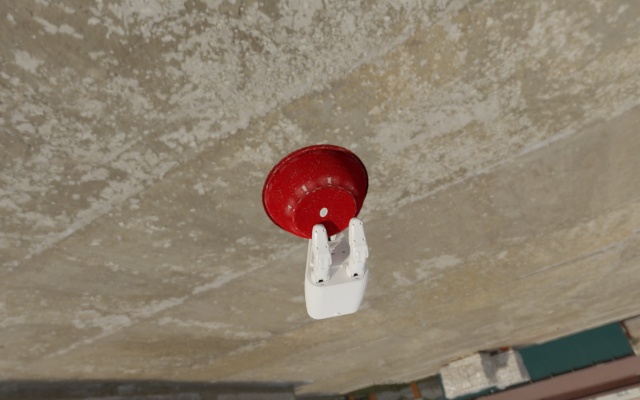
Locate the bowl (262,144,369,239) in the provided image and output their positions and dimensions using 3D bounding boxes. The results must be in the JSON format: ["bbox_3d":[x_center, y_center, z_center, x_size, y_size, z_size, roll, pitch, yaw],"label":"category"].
[{"bbox_3d":[0.000,0.002,0.681,0.162,0.162,0.055,0,35,-17],"label":"bowl"}]
